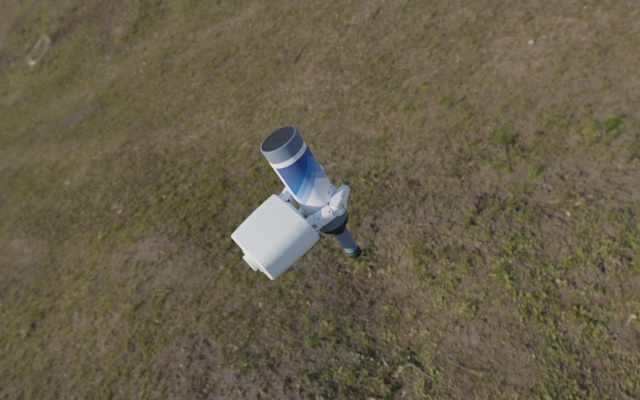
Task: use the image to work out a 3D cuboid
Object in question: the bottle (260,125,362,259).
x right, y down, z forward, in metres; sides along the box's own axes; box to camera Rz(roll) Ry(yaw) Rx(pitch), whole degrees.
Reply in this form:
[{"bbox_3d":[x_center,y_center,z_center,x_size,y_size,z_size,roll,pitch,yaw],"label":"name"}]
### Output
[{"bbox_3d":[0.000,0.003,0.841,0.069,0.069,0.296,0,-43,39],"label":"bottle"}]
